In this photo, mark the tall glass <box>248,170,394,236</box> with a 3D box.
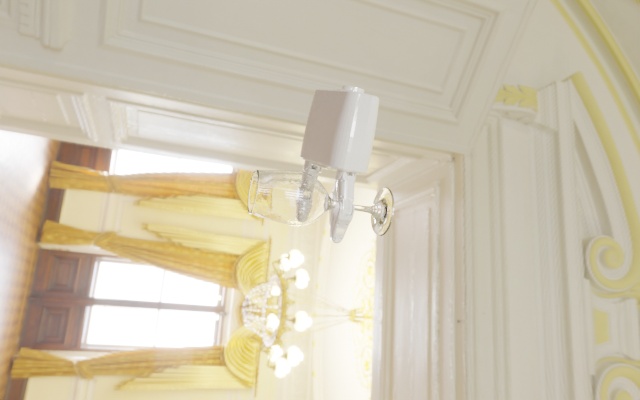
[{"bbox_3d":[0.001,0.003,0.687,0.201,0.079,0.079,8,-3,-18],"label":"tall glass"}]
